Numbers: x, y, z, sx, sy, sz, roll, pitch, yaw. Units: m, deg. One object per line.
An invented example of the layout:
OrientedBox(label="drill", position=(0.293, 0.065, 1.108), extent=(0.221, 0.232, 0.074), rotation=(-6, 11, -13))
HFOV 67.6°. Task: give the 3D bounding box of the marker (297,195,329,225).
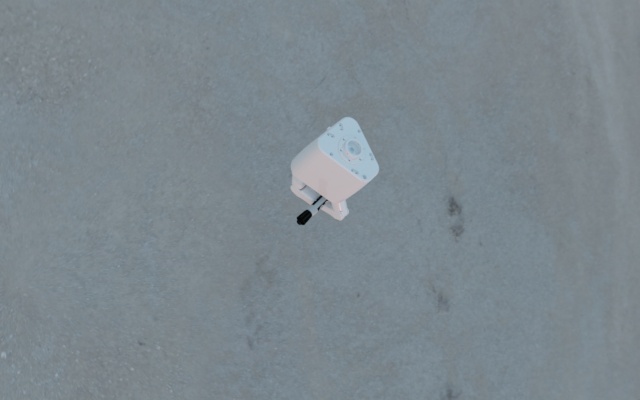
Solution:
OrientedBox(label="marker", position=(0.000, 0.003, 0.842), extent=(0.020, 0.020, 0.121), rotation=(0, 36, 51))
